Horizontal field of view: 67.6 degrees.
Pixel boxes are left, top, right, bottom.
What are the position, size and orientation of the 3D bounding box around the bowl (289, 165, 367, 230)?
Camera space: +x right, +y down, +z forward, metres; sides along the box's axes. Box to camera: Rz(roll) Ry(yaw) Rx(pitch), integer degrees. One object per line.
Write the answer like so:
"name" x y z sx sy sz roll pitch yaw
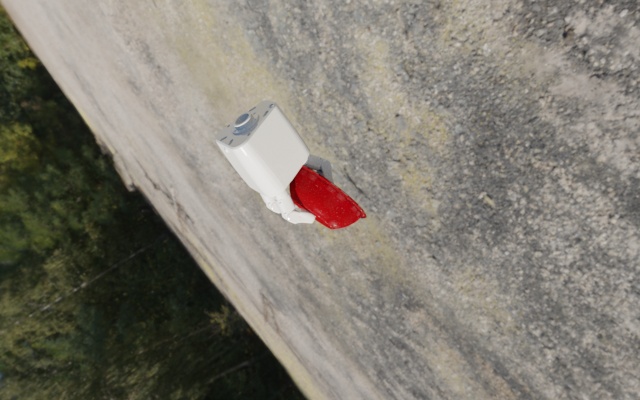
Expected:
"bowl" 0.001 0.004 0.838 0.162 0.055 0.162 35 -7 5
